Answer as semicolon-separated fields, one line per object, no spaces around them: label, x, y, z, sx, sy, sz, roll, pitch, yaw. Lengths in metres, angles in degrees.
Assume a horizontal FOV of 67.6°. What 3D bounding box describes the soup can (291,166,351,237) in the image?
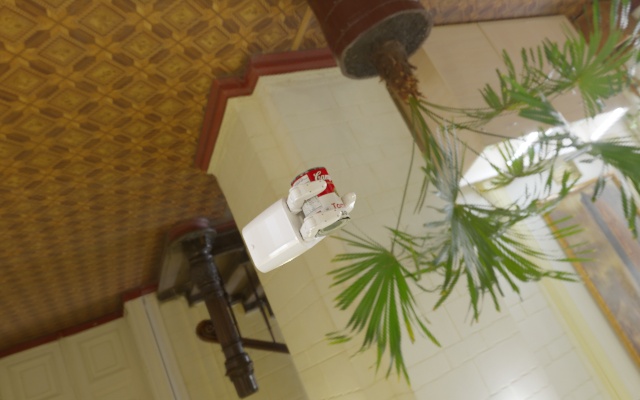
soup can;0.001;0.003;0.811;0.068;0.102;0.068;-23;-17;-8
